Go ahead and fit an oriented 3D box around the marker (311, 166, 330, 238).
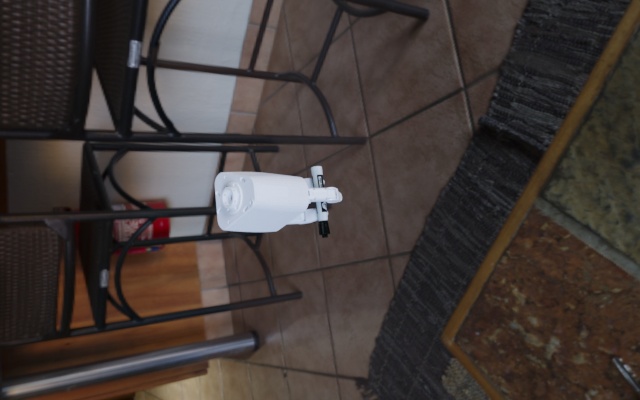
[{"bbox_3d":[0.000,0.003,0.803,0.020,0.121,0.020,-7,-9,-1],"label":"marker"}]
